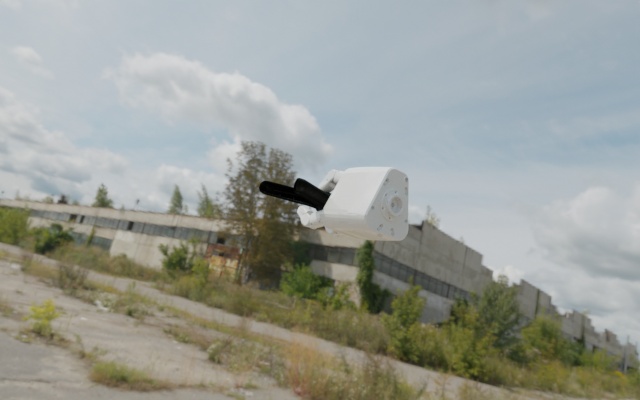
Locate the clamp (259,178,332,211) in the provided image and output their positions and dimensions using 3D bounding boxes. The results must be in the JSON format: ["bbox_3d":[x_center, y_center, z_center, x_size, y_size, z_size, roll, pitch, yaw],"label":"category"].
[{"bbox_3d":[0.001,0.002,0.853,0.210,0.036,0.164,21,-8,-33],"label":"clamp"}]
